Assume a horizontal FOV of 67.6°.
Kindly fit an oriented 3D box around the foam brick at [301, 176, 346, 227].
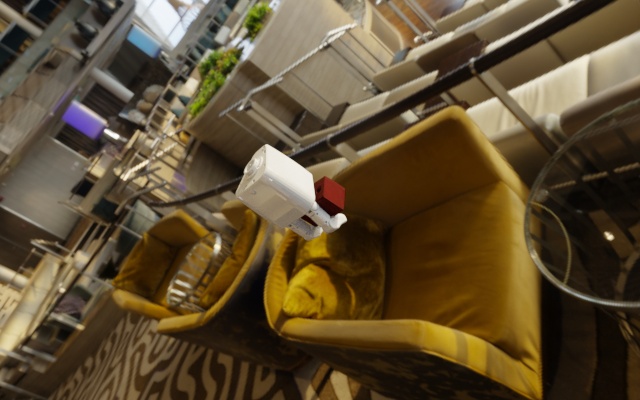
[{"bbox_3d":[0.000,0.003,0.869,0.051,0.053,0.078,34,-49,-27],"label":"foam brick"}]
